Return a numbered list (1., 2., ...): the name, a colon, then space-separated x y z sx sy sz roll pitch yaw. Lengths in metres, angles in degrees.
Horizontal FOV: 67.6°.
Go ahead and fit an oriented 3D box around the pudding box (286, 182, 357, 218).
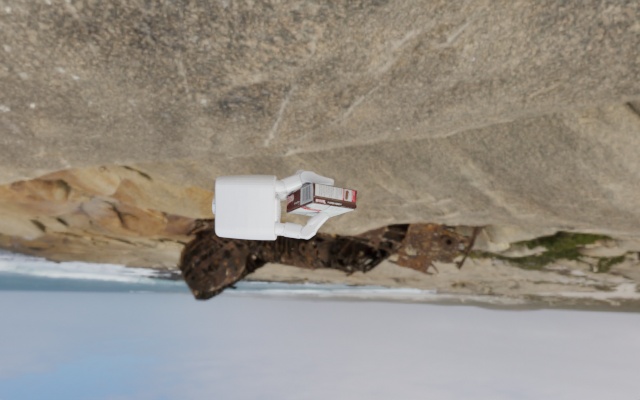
1. pudding box: 0.000 0.003 0.863 0.090 0.039 0.113 8 -13 -26
